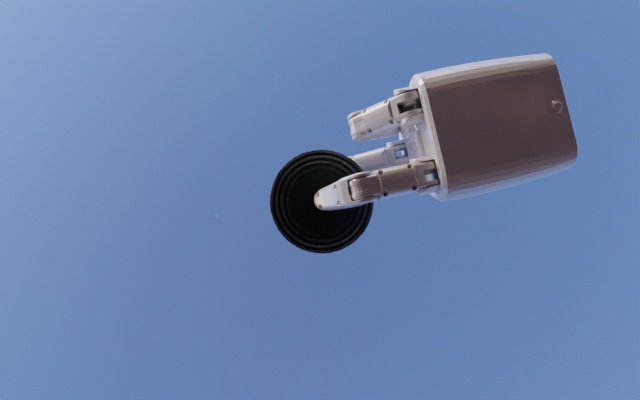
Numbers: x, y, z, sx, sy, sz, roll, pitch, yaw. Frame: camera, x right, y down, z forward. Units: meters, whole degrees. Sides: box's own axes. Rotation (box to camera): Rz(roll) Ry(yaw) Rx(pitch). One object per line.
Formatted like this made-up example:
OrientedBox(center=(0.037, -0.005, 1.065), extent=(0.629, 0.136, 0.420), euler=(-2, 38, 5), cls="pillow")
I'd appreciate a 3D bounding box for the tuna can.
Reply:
OrientedBox(center=(0.000, 0.001, 0.409), extent=(0.086, 0.086, 0.034), euler=(0, -2, -5), cls="tuna can")
